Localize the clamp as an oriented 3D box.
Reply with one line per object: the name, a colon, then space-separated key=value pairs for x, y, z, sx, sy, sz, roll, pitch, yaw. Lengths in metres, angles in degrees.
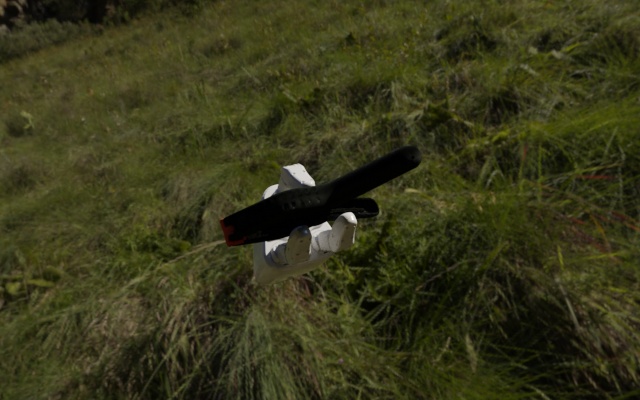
clamp: x=-0.001 y=0.001 z=0.511 sx=0.210 sy=0.036 sz=0.165 roll=-14 pitch=-19 yaw=-22
